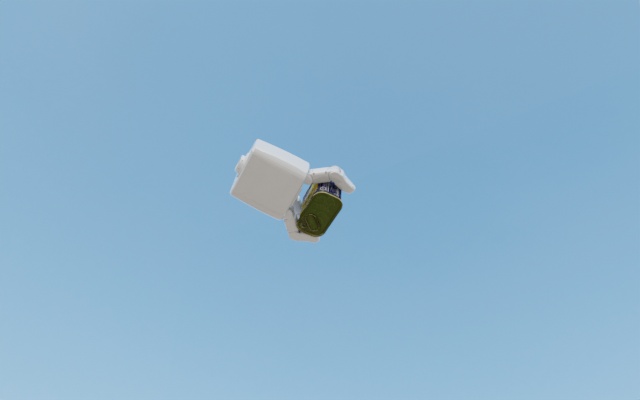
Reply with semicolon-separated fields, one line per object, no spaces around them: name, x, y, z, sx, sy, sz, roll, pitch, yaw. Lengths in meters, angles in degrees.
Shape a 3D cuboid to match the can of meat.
can of meat;0.000;0.003;0.894;0.057;0.102;0.084;24;34;-13
